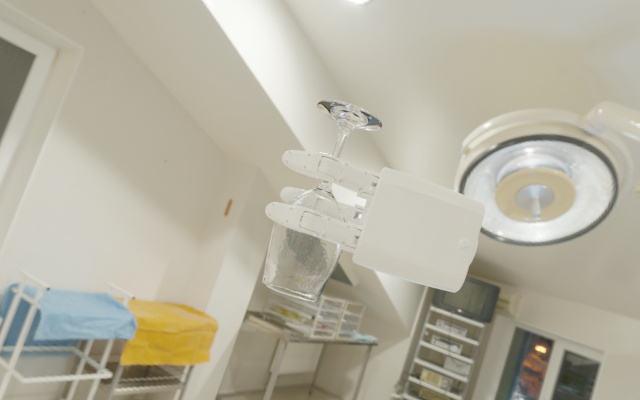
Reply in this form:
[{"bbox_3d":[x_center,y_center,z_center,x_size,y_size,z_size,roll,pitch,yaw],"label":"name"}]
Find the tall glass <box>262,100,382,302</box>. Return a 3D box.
[{"bbox_3d":[0.000,0.001,0.505,0.079,0.201,0.079,19,-6,2],"label":"tall glass"}]
